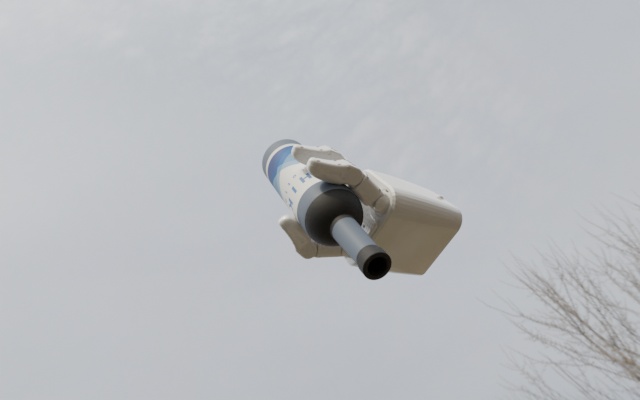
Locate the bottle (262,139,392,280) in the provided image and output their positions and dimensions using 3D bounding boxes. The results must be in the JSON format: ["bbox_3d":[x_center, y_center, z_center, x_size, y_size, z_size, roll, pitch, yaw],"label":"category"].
[{"bbox_3d":[0.000,0.002,0.535,0.069,0.069,0.295,0,22,-21],"label":"bottle"}]
